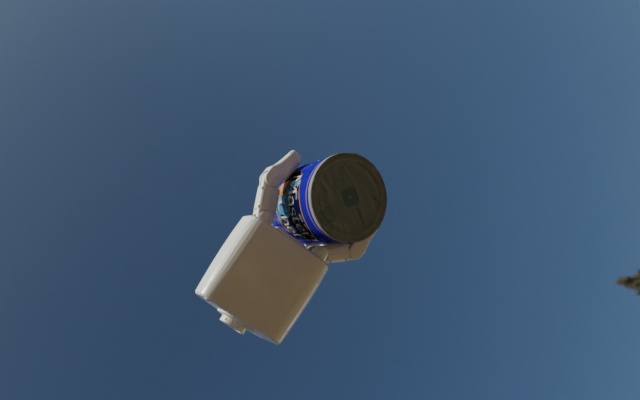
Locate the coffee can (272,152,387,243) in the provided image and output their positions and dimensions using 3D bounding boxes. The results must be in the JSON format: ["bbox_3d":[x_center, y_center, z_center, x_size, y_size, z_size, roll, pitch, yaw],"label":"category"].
[{"bbox_3d":[0.000,0.002,0.596,0.103,0.103,0.140,0,-5,-29],"label":"coffee can"}]
